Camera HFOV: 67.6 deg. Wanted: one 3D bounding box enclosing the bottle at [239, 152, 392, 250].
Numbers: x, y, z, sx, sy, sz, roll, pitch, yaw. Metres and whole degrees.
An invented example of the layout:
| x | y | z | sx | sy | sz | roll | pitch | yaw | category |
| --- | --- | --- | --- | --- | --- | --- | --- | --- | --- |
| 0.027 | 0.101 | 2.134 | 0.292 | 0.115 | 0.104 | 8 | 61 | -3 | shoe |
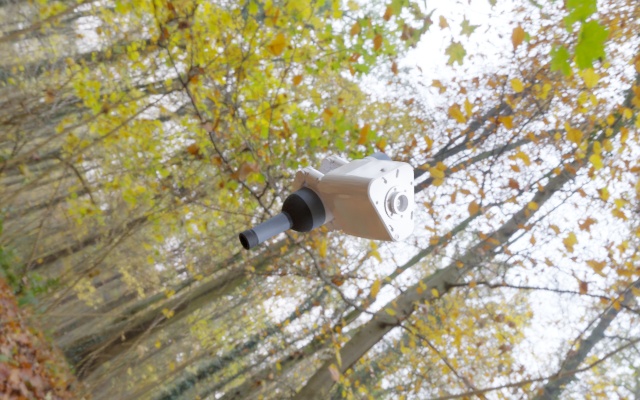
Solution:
| x | y | z | sx | sy | sz | roll | pitch | yaw | category |
| --- | --- | --- | --- | --- | --- | --- | --- | --- | --- |
| 0.000 | 0.002 | 0.765 | 0.295 | 0.069 | 0.069 | -27 | 15 | -32 | bottle |
